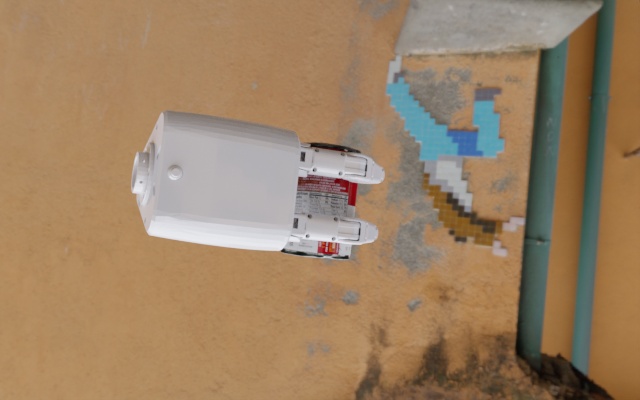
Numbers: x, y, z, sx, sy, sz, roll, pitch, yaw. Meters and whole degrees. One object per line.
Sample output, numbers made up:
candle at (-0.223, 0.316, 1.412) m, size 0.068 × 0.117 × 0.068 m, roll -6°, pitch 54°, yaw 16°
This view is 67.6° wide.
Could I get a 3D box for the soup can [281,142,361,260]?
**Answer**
soup can at (0.000, 0.002, 0.452) m, size 0.068 × 0.102 × 0.068 m, roll 6°, pitch -3°, yaw 0°
